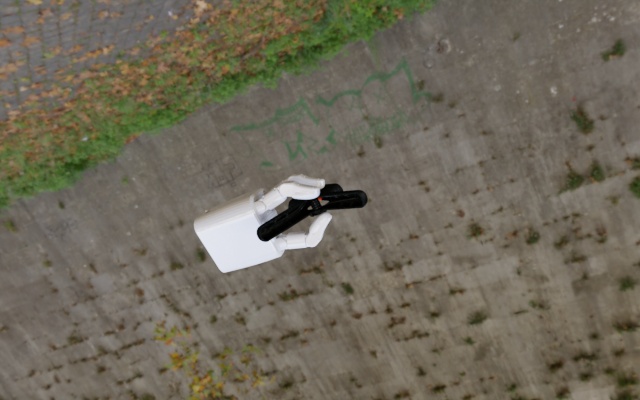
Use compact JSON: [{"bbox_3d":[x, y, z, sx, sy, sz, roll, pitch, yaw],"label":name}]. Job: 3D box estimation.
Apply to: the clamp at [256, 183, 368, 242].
[{"bbox_3d":[0.000,0.003,0.751,0.164,0.036,0.210,-18,10,13],"label":"clamp"}]
